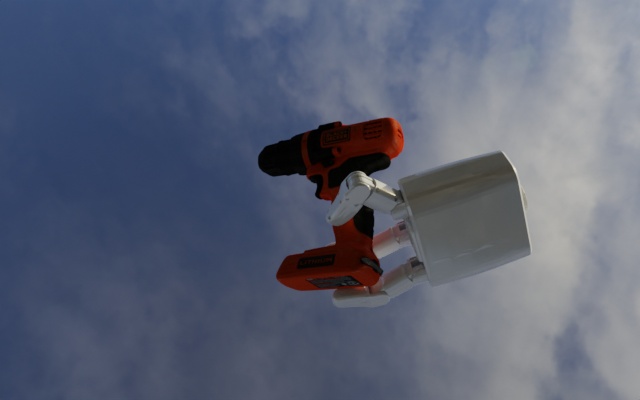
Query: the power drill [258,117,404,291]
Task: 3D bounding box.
[{"bbox_3d":[0.000,0.002,0.528,0.184,0.187,0.057,-9,-27,29],"label":"power drill"}]
